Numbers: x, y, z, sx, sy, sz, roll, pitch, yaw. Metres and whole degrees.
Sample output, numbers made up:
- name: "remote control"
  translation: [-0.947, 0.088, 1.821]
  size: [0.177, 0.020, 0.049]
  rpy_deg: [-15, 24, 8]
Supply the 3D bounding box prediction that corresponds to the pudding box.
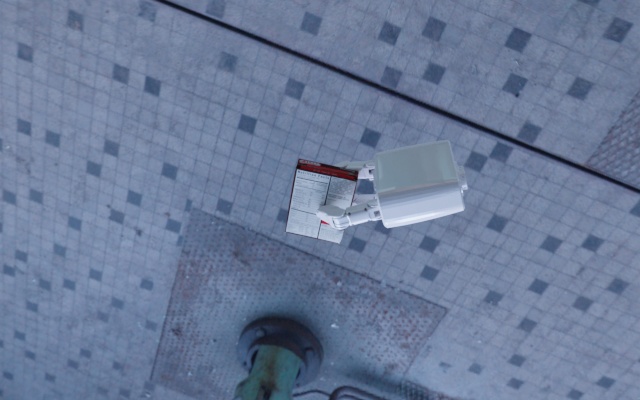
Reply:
- name: "pudding box"
  translation: [0.000, 0.002, 0.695]
  size: [0.090, 0.113, 0.039]
  rpy_deg: [13, 27, 1]
